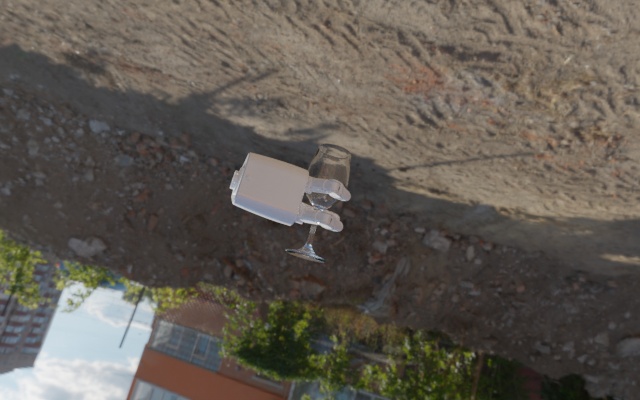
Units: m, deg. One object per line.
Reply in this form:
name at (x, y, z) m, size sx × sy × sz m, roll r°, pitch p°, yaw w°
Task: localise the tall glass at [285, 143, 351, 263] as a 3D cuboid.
tall glass at (0.000, 0.003, 0.842) m, size 0.079 × 0.201 × 0.079 m, roll 15°, pitch -13°, yaw 4°
